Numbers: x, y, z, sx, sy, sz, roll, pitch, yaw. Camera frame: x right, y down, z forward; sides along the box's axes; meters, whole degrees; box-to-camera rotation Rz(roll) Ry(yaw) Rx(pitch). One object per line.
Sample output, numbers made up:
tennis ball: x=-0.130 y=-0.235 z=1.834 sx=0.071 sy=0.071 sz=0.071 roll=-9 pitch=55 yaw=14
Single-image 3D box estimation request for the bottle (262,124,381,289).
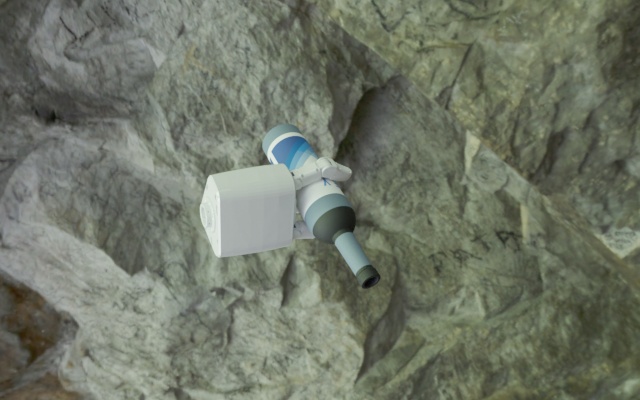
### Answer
bottle: x=0.000 y=0.002 z=0.678 sx=0.069 sy=0.069 sz=0.295 roll=0 pitch=42 yaw=-35
